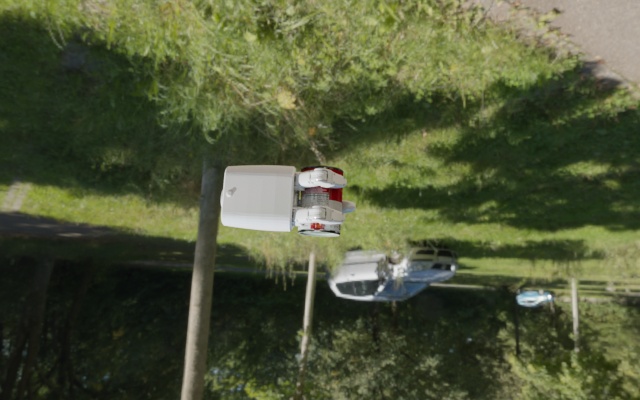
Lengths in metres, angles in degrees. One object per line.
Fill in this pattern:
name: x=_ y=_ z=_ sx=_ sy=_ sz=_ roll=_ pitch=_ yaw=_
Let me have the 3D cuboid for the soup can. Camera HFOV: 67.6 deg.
soup can: x=0.001 y=0.003 z=0.744 sx=0.068 sy=0.102 sz=0.068 roll=3 pitch=-10 yaw=1
